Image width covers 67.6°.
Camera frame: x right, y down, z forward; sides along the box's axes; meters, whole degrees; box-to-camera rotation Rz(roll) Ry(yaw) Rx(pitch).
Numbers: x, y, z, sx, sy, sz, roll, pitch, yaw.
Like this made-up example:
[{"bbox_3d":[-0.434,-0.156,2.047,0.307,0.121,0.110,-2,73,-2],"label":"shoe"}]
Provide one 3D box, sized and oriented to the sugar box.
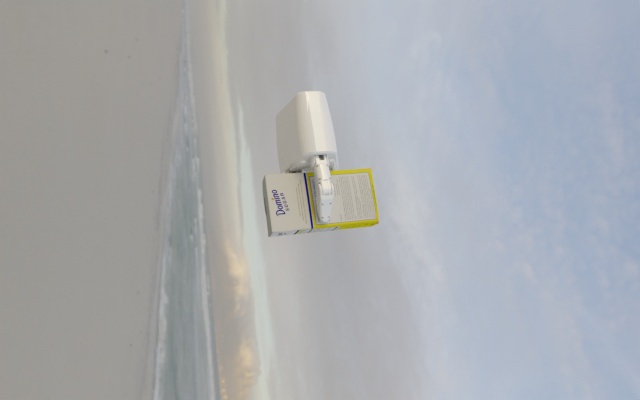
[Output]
[{"bbox_3d":[0.000,0.002,0.757,0.176,0.093,0.048,-5,-13,-14],"label":"sugar box"}]
